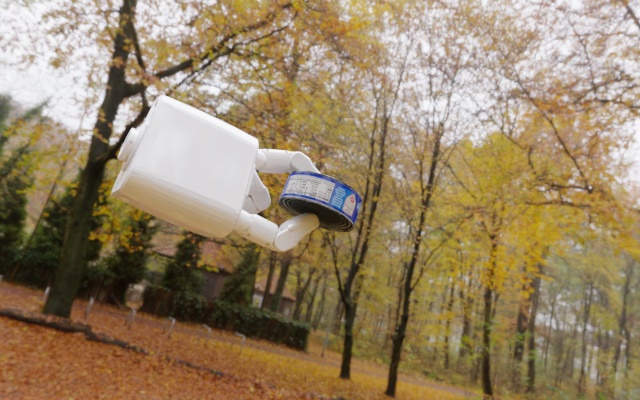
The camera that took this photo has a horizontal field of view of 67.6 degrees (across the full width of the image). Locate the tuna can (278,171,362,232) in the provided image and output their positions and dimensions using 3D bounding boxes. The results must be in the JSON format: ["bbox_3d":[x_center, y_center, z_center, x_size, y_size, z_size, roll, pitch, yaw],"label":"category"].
[{"bbox_3d":[0.000,0.001,0.513,0.086,0.033,0.086,19,-17,6],"label":"tuna can"}]
